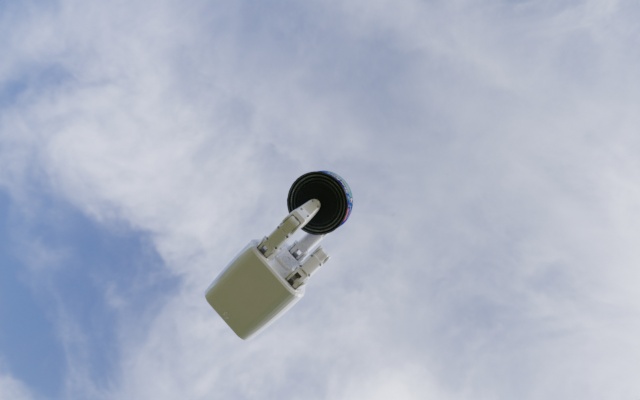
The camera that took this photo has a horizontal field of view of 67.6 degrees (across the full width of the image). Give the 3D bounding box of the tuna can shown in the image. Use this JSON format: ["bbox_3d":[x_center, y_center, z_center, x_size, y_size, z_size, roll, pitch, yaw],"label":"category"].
[{"bbox_3d":[0.000,0.002,0.649,0.086,0.086,0.034,0,7,19],"label":"tuna can"}]
